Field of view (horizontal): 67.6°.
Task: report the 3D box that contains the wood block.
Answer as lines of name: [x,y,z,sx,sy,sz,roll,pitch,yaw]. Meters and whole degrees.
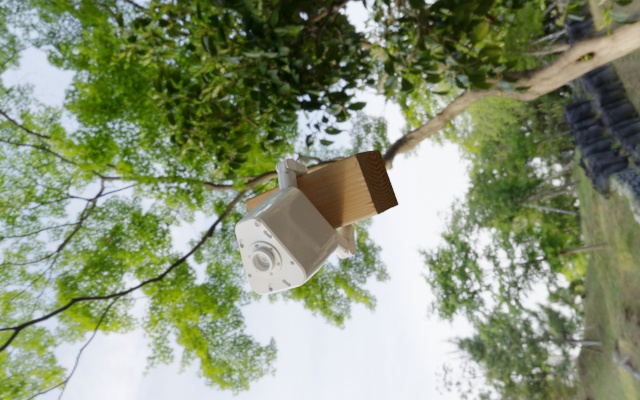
wood block: [0.000,0.002,0.729,0.206,0.091,0.090,-20,-1,30]
